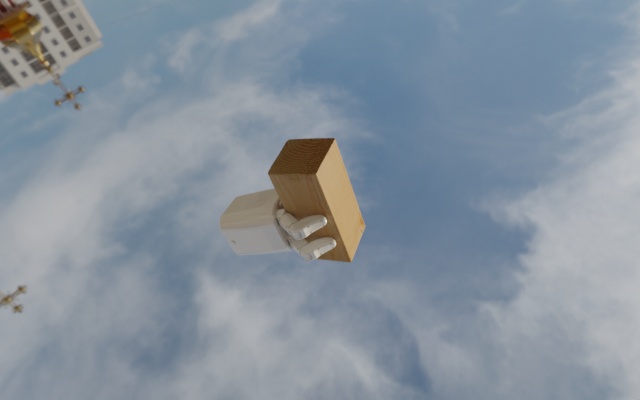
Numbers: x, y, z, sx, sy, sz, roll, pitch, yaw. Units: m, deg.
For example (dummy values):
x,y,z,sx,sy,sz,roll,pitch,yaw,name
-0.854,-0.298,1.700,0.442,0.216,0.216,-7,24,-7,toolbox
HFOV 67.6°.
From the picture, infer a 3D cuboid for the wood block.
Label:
x,y,z,sx,sy,sz,roll,pitch,yaw,name
0.000,0.003,0.816,0.090,0.206,0.090,2,46,26,wood block
